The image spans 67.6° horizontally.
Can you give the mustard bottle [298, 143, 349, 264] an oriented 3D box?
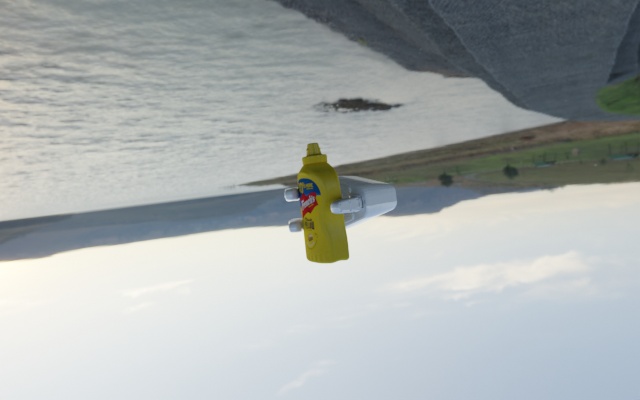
[{"bbox_3d":[0.000,0.003,0.774,0.058,0.191,0.096,-8,2,-25],"label":"mustard bottle"}]
